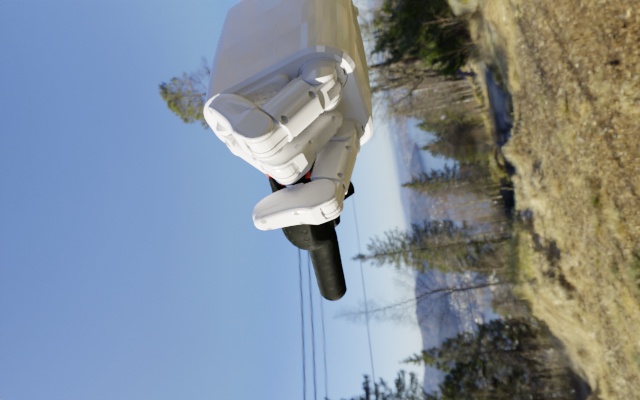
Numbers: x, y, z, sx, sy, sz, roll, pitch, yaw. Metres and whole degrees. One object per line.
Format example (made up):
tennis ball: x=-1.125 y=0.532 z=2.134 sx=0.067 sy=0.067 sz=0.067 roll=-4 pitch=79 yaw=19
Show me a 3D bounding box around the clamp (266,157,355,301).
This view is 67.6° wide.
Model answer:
clamp: x=-0.001 y=0.001 z=0.402 sx=0.039 sy=0.120 sz=0.172 roll=-4 pitch=-32 yaw=12
